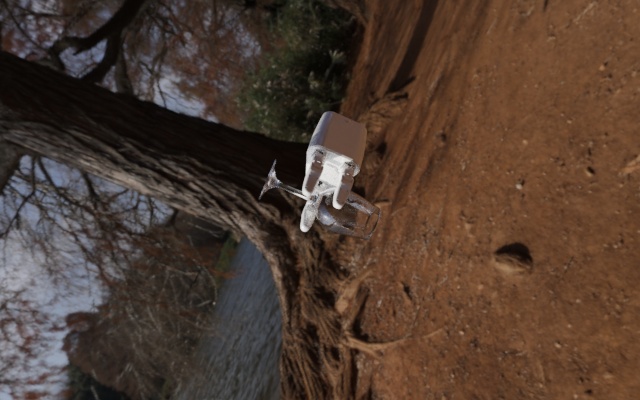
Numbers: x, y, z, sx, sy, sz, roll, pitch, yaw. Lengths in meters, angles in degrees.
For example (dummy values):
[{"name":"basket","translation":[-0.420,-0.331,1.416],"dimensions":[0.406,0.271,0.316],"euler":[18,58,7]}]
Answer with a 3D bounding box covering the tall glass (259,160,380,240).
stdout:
[{"name":"tall glass","translation":[-0.001,0.003,0.825],"dimensions":[0.201,0.079,0.079],"euler":[23,-3,-7]}]
